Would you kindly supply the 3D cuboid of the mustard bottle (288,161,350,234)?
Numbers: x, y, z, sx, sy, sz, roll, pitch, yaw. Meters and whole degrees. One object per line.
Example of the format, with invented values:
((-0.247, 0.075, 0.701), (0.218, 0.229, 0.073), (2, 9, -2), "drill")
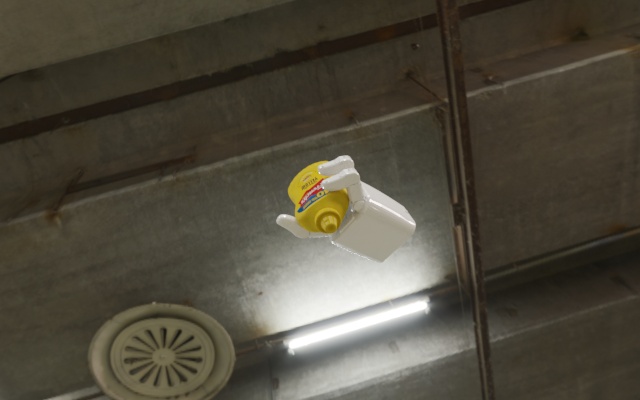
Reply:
((0.000, 0.002, 0.804), (0.096, 0.058, 0.191), (-34, 27, 6), "mustard bottle")
